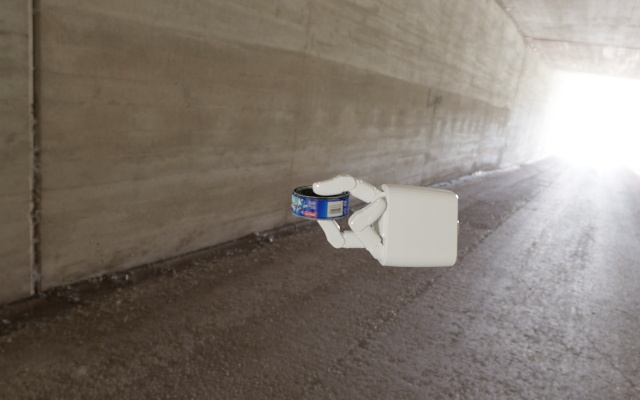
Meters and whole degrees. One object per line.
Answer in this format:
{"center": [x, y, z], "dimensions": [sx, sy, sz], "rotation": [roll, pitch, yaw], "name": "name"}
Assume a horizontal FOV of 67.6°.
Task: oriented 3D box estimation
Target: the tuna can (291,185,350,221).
{"center": [0.000, 0.002, 0.703], "dimensions": [0.086, 0.034, 0.086], "rotation": [2, 14, 0], "name": "tuna can"}
